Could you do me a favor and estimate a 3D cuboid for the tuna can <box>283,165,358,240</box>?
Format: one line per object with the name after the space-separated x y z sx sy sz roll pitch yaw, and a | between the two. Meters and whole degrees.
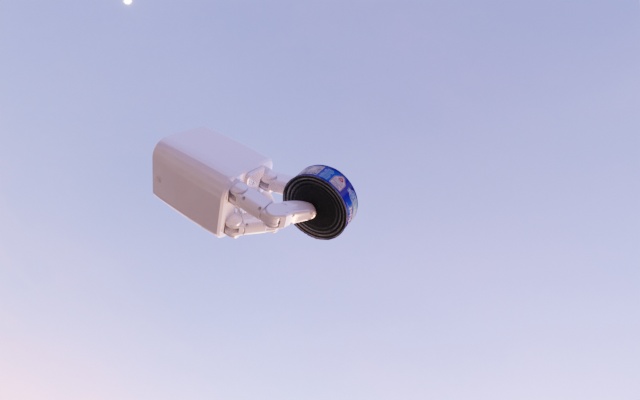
0.000 0.002 0.561 0.086 0.086 0.033 0 28 34 | tuna can
